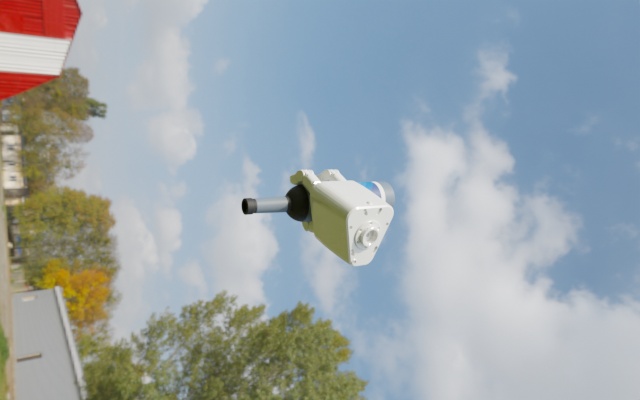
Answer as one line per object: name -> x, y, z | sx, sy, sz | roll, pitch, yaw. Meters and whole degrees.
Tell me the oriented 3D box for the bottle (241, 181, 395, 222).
bottle -> 0.000, 0.003, 0.857 | 0.296, 0.069, 0.069 | -3, 2, -32
